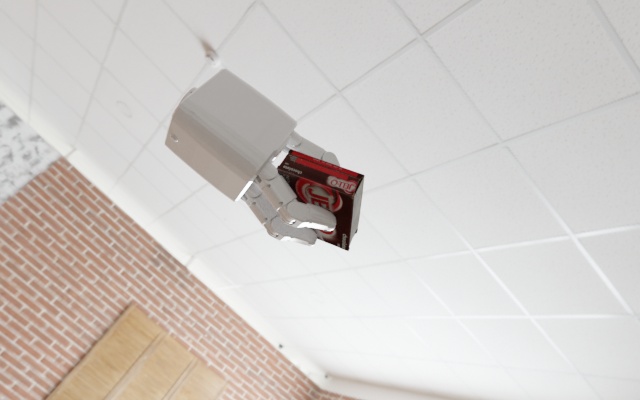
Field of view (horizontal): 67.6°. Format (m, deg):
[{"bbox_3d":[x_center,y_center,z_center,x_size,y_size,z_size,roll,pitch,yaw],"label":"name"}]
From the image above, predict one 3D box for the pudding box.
[{"bbox_3d":[0.000,0.002,0.543,0.090,0.039,0.114,21,-31,15],"label":"pudding box"}]
